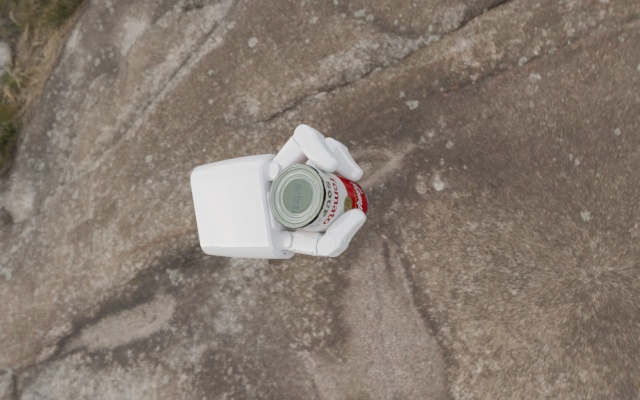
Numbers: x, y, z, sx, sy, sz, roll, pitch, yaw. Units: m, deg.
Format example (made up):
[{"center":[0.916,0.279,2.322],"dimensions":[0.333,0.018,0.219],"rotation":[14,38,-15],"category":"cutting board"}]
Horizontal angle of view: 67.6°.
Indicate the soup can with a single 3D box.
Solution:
[{"center":[0.000,0.002,0.513],"dimensions":[0.068,0.068,0.102],"rotation":[0,-8,30],"category":"soup can"}]
